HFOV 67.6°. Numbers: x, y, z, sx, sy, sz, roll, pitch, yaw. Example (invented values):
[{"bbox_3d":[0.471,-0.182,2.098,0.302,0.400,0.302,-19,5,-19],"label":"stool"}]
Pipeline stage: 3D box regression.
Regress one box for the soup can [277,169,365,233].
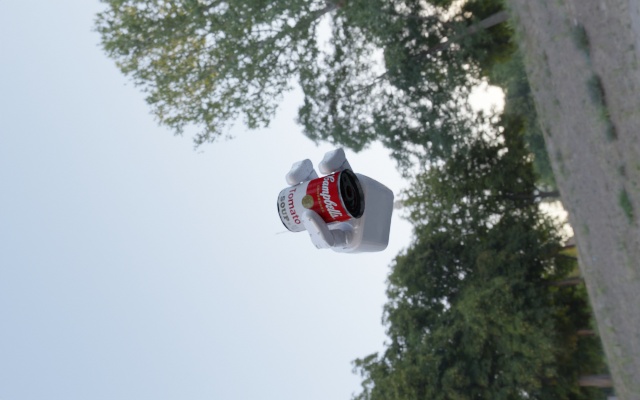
[{"bbox_3d":[0.000,0.002,0.652,0.102,0.068,0.068,-15,-8,30],"label":"soup can"}]
